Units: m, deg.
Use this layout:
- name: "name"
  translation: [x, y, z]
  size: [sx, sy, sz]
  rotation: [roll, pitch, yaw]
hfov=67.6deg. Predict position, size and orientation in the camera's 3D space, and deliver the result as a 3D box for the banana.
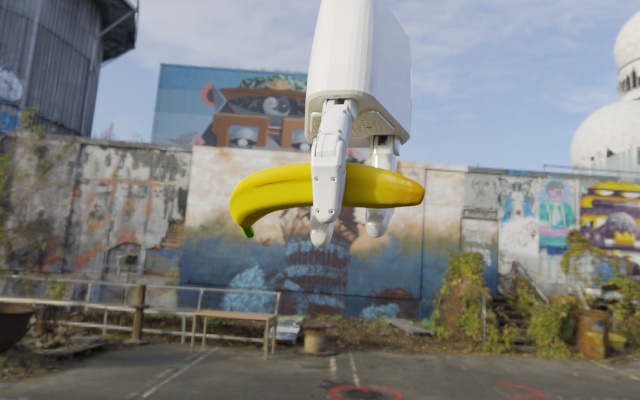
- name: "banana"
  translation: [-0.014, -0.005, 0.403]
  size: [0.198, 0.037, 0.070]
  rotation: [-11, -29, 37]
